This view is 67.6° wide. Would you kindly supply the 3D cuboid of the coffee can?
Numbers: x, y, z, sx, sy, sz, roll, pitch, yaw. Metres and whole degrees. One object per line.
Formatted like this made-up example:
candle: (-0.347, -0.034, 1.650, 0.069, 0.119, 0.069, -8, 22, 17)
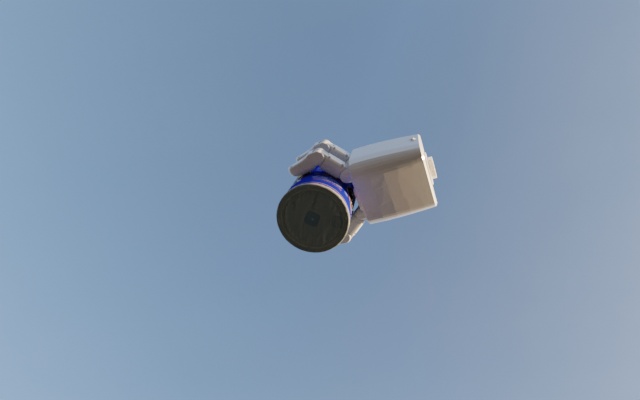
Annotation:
coffee can: (0.000, 0.003, 0.721, 0.103, 0.103, 0.140, 0, 20, 10)
